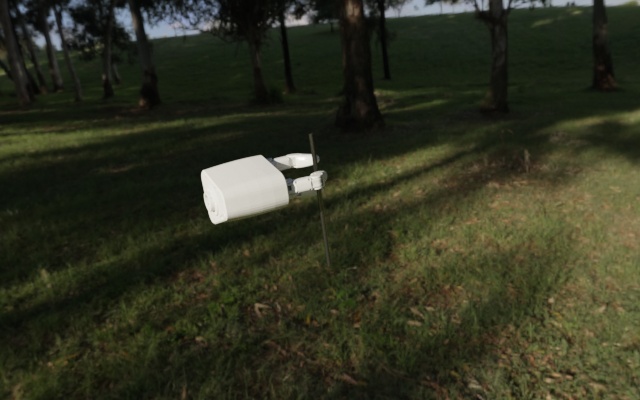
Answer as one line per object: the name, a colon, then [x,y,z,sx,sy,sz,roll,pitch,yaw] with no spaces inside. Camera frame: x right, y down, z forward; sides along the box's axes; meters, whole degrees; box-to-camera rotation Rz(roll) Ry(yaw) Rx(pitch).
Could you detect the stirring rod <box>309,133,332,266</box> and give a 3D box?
stirring rod: [0.000,0.003,0.832,0.011,0.239,0.011,-7,15,2]
